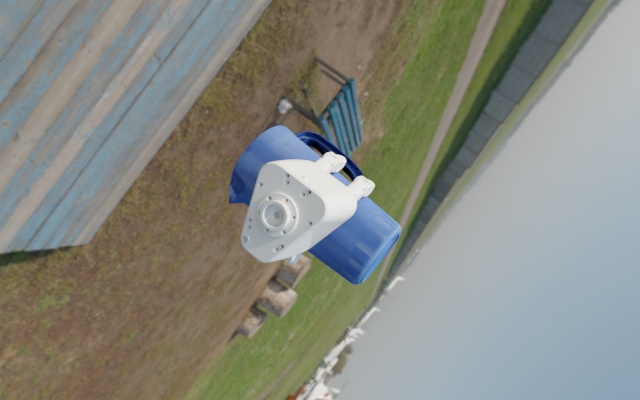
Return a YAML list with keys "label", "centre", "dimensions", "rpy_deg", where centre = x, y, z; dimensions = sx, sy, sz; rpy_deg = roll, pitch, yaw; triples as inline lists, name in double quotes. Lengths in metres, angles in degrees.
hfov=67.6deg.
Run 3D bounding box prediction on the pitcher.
- label: "pitcher"
  centre: [0.000, 0.002, 0.707]
  dimensions: [0.243, 0.149, 0.145]
  rpy_deg: [38, 12, 14]
